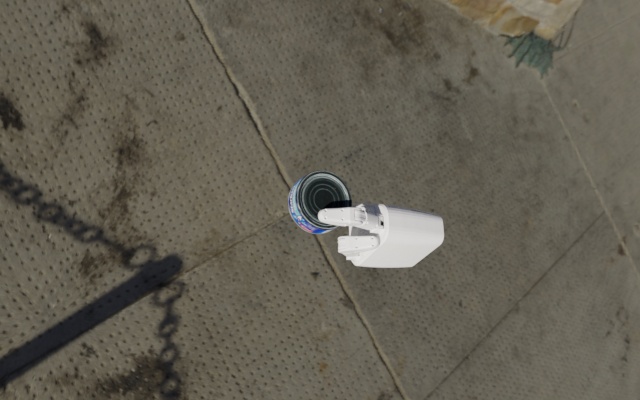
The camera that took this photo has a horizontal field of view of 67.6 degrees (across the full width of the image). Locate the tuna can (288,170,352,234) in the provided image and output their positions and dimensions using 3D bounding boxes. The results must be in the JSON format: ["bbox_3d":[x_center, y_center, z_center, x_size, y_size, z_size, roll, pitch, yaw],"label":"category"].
[{"bbox_3d":[0.000,0.002,0.665,0.086,0.086,0.034,0,-13,-24],"label":"tuna can"}]
